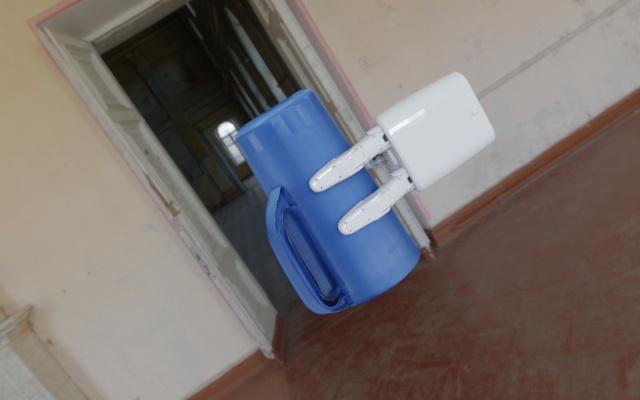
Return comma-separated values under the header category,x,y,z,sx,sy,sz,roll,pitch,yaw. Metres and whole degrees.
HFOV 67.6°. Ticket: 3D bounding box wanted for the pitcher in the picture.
category,x,y,z,sx,sy,sz,roll,pitch,yaw
pitcher,0.000,0.002,0.564,0.145,0.243,0.149,-32,11,1
